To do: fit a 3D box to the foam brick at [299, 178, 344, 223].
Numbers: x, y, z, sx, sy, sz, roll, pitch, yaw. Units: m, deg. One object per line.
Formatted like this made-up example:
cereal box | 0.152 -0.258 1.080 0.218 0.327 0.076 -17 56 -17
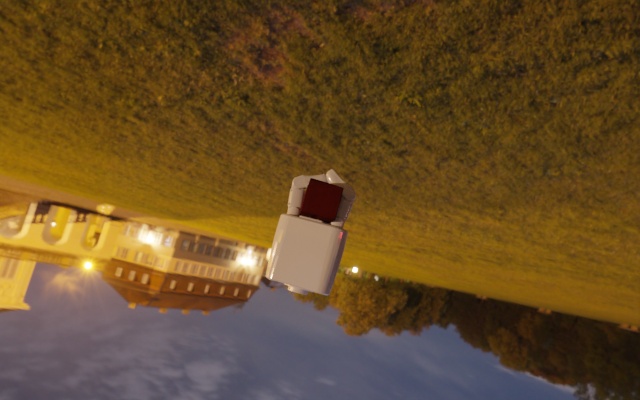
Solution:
foam brick | 0.000 0.002 0.730 0.053 0.051 0.078 16 -8 -2
